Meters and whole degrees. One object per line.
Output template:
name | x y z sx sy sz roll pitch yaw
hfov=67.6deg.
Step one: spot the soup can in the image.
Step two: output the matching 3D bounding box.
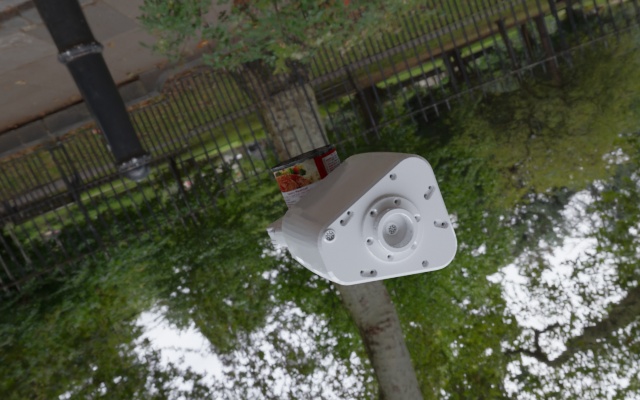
soup can | 0.000 0.002 0.488 0.068 0.102 0.068 -21 9 4
